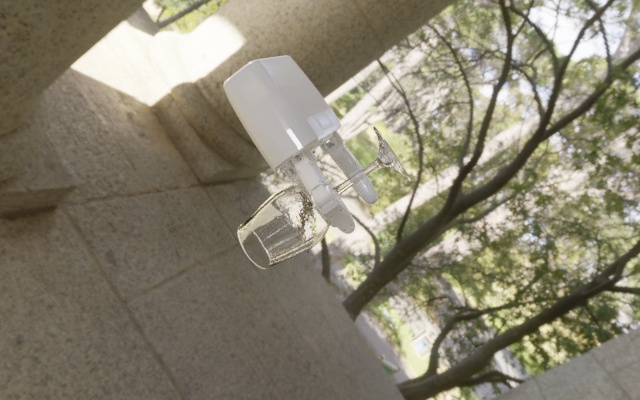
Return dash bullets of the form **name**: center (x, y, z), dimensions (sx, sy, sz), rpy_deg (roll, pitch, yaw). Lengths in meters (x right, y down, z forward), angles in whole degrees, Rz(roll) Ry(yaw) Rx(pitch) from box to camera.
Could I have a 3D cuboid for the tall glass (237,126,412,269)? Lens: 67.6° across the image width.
- **tall glass**: center (0.001, 0.002, 0.552), dimensions (0.201, 0.079, 0.079), rpy_deg (-34, -8, 12)
